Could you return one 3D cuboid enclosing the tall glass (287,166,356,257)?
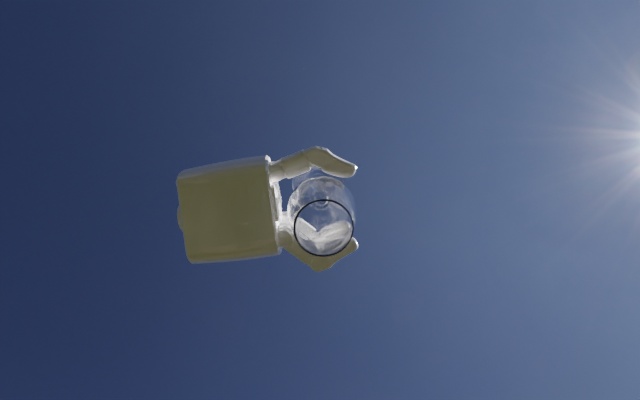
[{"bbox_3d":[0.000,0.002,0.577,0.079,0.079,0.201,0,15,-2],"label":"tall glass"}]
